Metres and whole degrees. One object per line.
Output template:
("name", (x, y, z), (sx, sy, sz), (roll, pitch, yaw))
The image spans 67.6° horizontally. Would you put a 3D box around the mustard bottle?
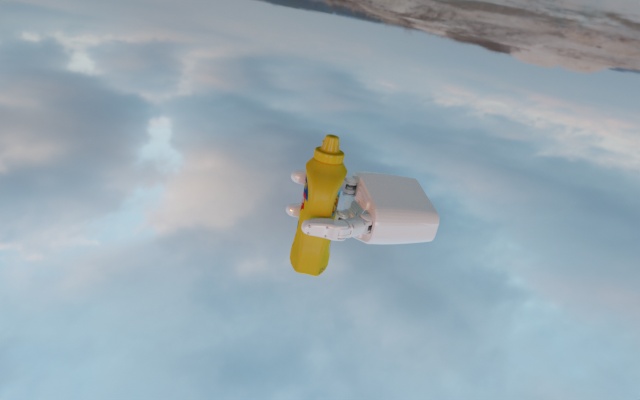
("mustard bottle", (0.000, 0.002, 0.667), (0.058, 0.192, 0.096), (12, 22, 1))
